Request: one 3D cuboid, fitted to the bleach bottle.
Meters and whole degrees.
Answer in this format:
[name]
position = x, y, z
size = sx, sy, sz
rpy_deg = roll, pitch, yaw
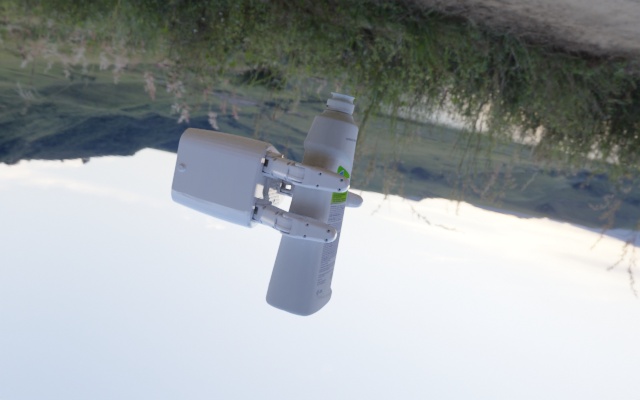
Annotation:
[bleach bottle]
position = 0.000, 0.002, 0.562
size = 0.068, 0.251, 0.102
rpy_deg = 15, 8, 15
